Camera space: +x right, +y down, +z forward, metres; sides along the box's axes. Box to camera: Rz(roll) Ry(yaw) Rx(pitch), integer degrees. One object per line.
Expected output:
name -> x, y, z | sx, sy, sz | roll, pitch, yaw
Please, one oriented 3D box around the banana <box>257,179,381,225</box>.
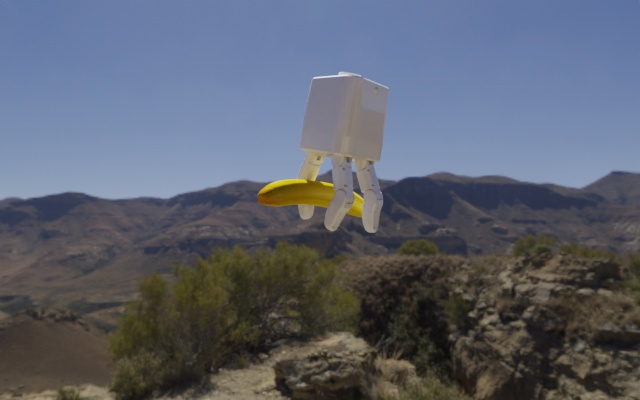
banana -> -0.005, -0.004, 0.674 | 0.198, 0.037, 0.069 | 10, 18, -30
